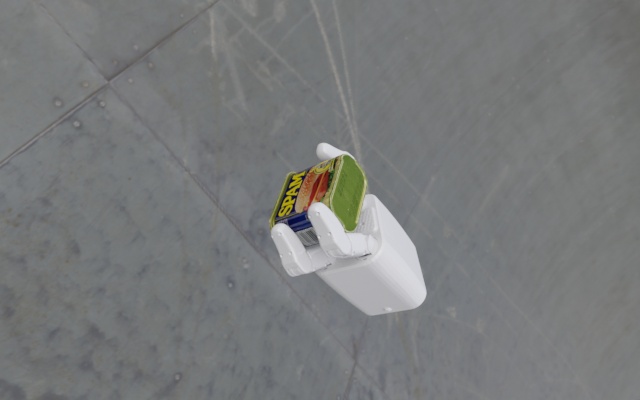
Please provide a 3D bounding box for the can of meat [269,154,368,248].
[{"bbox_3d":[0.000,0.002,0.538,0.084,0.102,0.057,-19,-53,34],"label":"can of meat"}]
